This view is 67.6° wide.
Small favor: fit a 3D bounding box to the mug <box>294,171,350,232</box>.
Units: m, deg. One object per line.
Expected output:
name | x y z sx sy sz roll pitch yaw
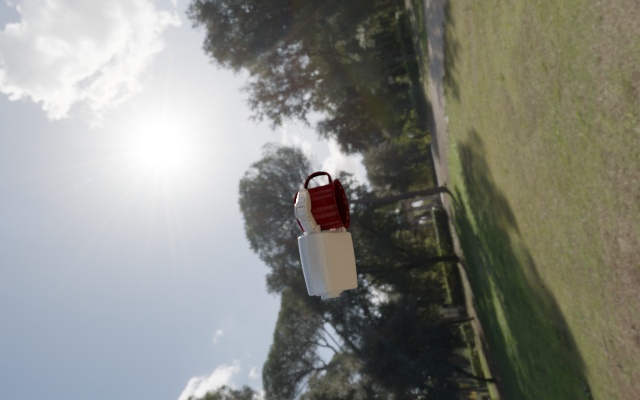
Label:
mug | 0.000 0.002 0.882 0.081 0.117 0.093 -13 -12 16
